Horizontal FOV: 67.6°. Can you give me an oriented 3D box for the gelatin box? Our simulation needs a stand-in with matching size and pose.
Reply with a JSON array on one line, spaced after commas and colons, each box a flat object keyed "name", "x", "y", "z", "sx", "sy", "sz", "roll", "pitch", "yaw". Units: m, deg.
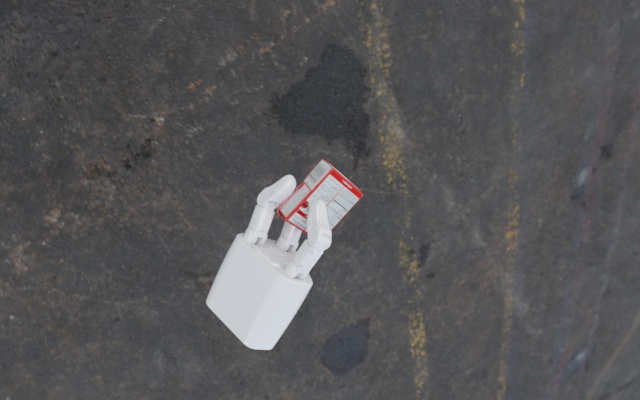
[{"name": "gelatin box", "x": 0.001, "y": 0.002, "z": 0.609, "sx": 0.073, "sy": 0.089, "sz": 0.030, "roll": 37, "pitch": 8, "yaw": -43}]
